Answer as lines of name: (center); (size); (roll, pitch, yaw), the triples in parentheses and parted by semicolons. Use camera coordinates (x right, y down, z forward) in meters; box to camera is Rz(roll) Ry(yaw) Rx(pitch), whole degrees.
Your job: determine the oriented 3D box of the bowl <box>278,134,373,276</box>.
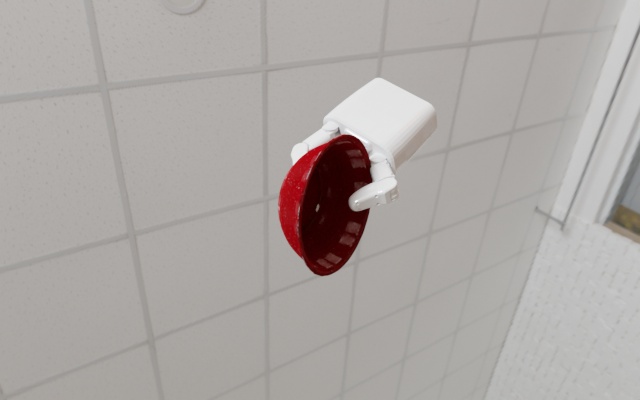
bowl: (-0.001, 0.002, 0.547); (0.055, 0.162, 0.162); (12, 6, 30)
